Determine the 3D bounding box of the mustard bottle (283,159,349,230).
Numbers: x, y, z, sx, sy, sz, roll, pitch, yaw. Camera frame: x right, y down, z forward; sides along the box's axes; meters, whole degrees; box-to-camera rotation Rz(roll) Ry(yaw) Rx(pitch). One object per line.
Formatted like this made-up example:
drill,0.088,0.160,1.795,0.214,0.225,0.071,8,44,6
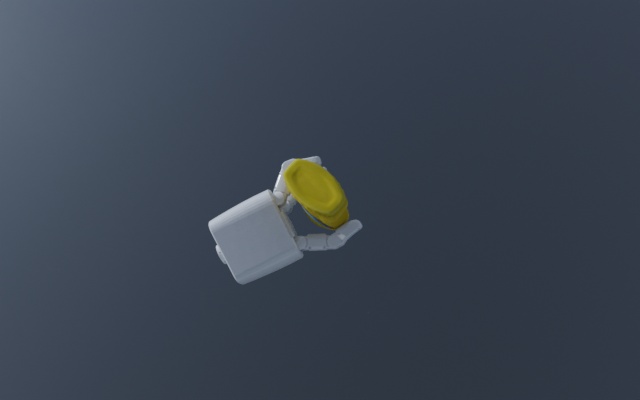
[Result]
mustard bottle,0.000,0.002,0.730,0.096,0.058,0.192,38,-7,13
